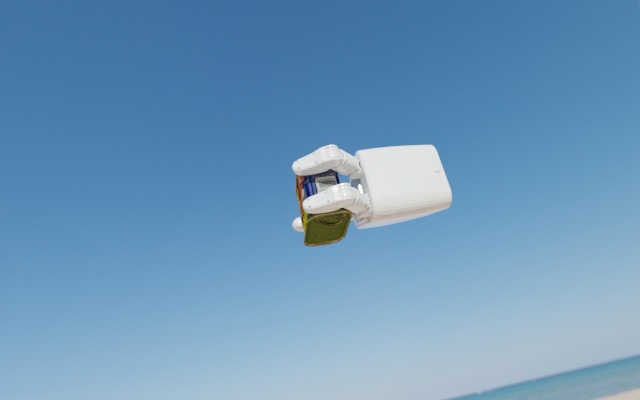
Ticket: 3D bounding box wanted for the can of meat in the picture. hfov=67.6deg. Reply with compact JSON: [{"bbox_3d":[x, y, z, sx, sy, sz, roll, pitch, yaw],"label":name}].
[{"bbox_3d":[0.000,0.002,0.627,0.057,0.084,0.102,-9,-25,-9],"label":"can of meat"}]
